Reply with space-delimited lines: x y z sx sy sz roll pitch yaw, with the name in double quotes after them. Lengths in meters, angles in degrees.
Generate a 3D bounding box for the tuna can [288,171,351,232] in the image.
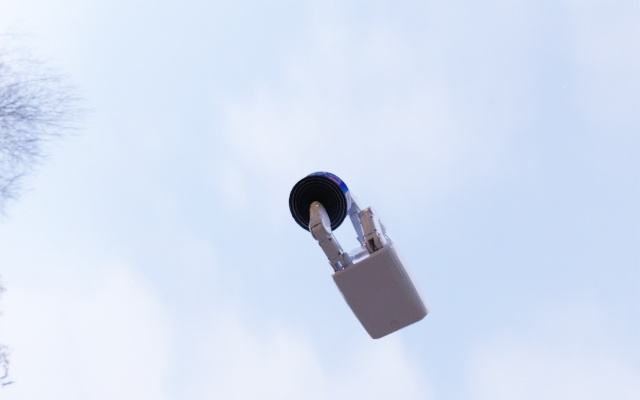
0.000 0.002 0.676 0.086 0.086 0.033 0 16 17 "tuna can"
